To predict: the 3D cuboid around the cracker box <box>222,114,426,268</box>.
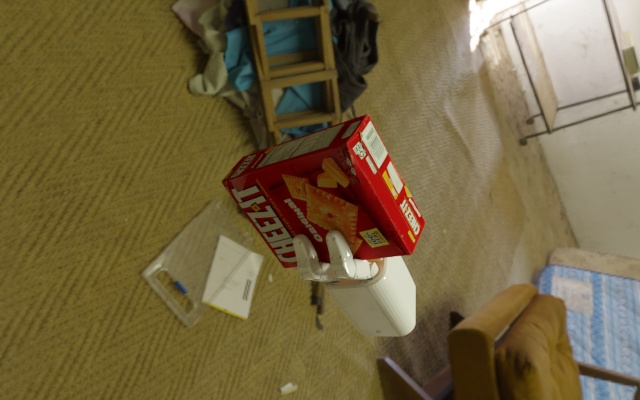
[{"bbox_3d":[0.000,0.002,0.611,0.214,0.164,0.072,-13,30,38],"label":"cracker box"}]
